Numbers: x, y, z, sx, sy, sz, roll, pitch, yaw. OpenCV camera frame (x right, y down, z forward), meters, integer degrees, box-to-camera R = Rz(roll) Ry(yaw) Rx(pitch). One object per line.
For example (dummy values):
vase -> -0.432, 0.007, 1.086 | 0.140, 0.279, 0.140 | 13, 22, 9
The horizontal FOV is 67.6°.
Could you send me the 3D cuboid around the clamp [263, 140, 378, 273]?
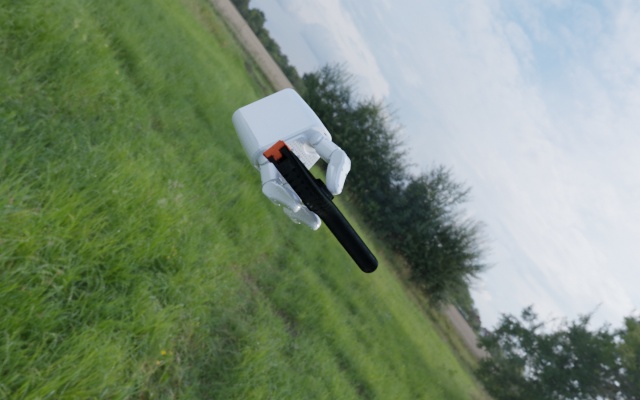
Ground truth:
clamp -> 0.000, 0.001, 0.610 | 0.036, 0.164, 0.210 | -38, -39, 4
